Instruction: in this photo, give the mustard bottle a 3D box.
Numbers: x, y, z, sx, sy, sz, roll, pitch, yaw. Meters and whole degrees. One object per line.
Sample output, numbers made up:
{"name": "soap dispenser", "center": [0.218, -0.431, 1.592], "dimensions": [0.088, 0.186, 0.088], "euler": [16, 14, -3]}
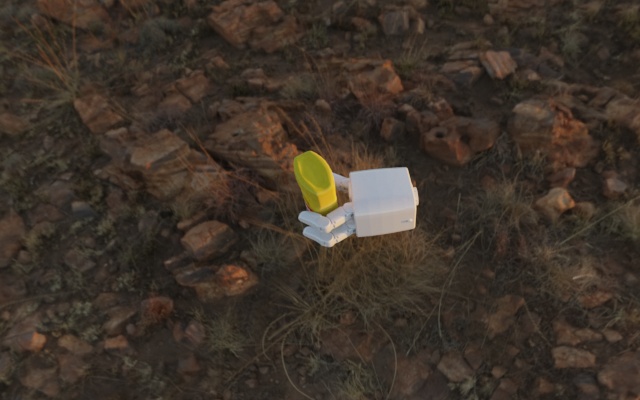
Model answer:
{"name": "mustard bottle", "center": [0.000, 0.003, 0.862], "dimensions": [0.058, 0.096, 0.192], "euler": [-27, -32, -9]}
